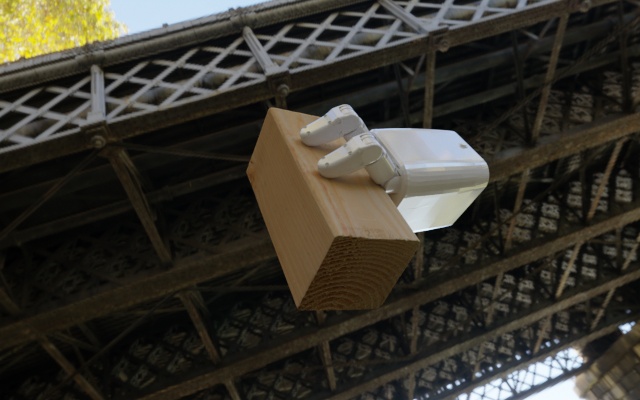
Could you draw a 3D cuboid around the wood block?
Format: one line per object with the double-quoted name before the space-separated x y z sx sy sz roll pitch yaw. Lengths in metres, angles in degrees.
"wood block" 0.000 0.002 0.484 0.090 0.091 0.206 6 36 -28
